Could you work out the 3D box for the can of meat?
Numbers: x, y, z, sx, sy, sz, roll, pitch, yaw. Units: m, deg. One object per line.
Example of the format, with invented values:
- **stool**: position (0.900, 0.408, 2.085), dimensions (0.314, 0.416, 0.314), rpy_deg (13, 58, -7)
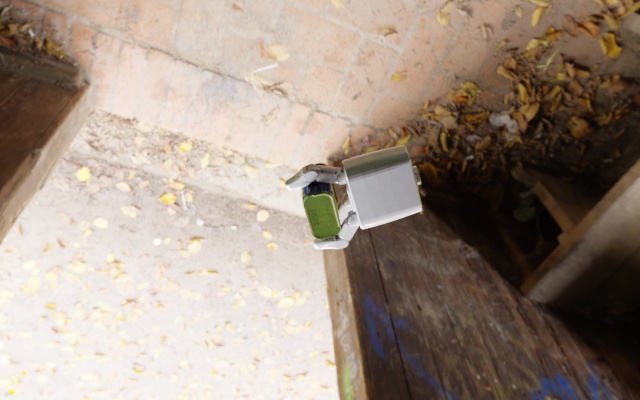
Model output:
- **can of meat**: position (0.000, 0.003, 0.807), dimensions (0.057, 0.102, 0.084), rpy_deg (-13, 37, 4)
